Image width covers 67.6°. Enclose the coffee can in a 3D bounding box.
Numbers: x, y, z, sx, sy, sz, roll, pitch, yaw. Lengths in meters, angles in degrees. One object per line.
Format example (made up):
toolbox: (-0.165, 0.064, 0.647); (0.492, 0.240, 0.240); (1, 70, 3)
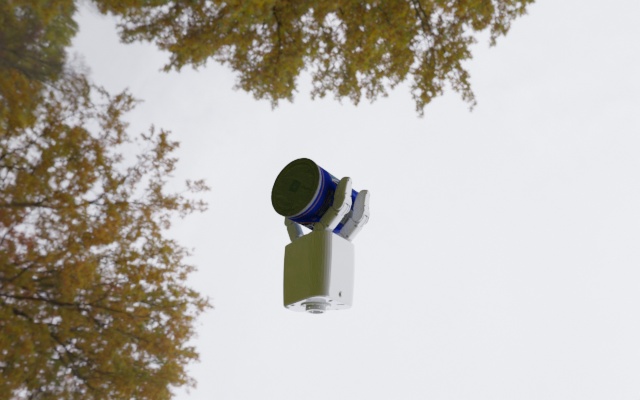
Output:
coffee can: (0.000, 0.002, 0.811); (0.103, 0.102, 0.140); (0, -21, 41)
